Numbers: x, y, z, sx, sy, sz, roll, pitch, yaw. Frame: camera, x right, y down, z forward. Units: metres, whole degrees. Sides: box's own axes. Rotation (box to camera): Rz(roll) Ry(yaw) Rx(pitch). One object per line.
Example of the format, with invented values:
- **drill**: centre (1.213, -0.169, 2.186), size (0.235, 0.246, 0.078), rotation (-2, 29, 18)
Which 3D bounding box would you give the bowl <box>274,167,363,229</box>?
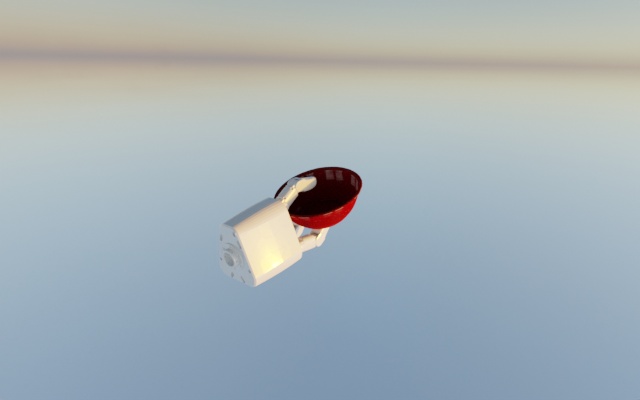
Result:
- **bowl**: centre (0.001, 0.003, 0.860), size (0.162, 0.055, 0.162), rotation (-11, 33, 7)
